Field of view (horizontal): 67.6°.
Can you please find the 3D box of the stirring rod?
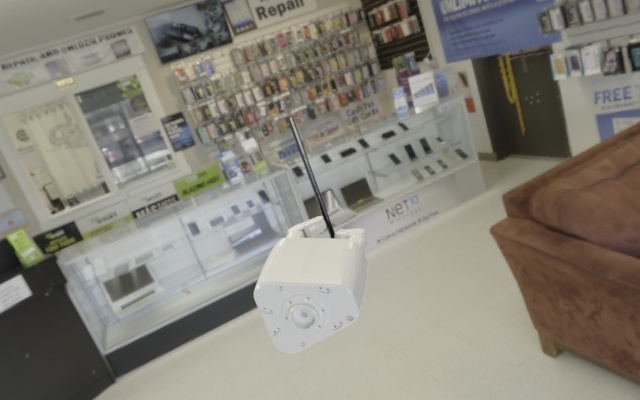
[{"bbox_3d":[0.000,0.002,0.646,0.011,0.239,0.011,-18,16,6],"label":"stirring rod"}]
